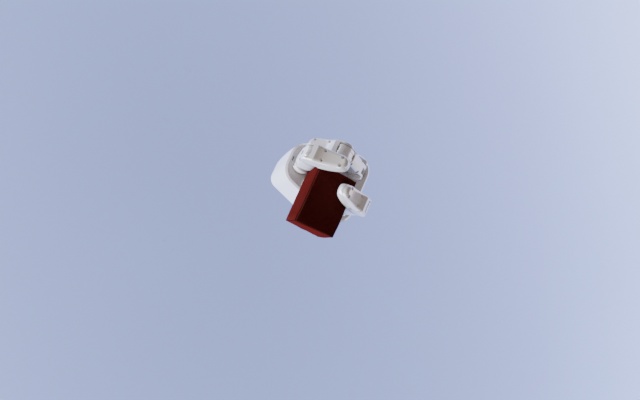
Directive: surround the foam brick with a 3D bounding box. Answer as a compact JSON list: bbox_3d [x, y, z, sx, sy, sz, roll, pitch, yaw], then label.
[{"bbox_3d":[0.000,0.002,0.592,0.053,0.078,0.051,28,-12,-15],"label":"foam brick"}]
